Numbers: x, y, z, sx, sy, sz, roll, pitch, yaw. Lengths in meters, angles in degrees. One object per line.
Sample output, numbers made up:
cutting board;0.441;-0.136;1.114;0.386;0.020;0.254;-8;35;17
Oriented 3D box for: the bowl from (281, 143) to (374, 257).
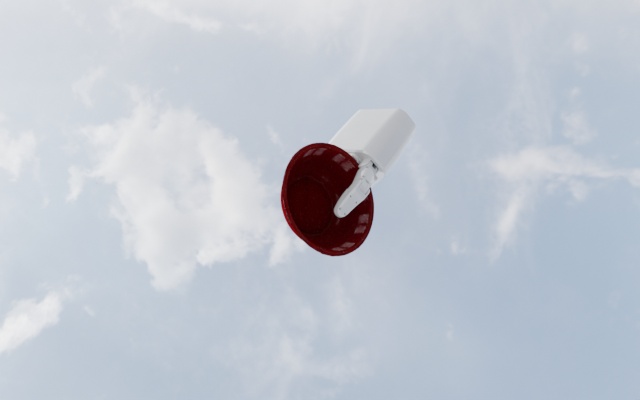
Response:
bowl;-0.001;0.003;0.680;0.162;0.162;0.055;0;-12;-39
